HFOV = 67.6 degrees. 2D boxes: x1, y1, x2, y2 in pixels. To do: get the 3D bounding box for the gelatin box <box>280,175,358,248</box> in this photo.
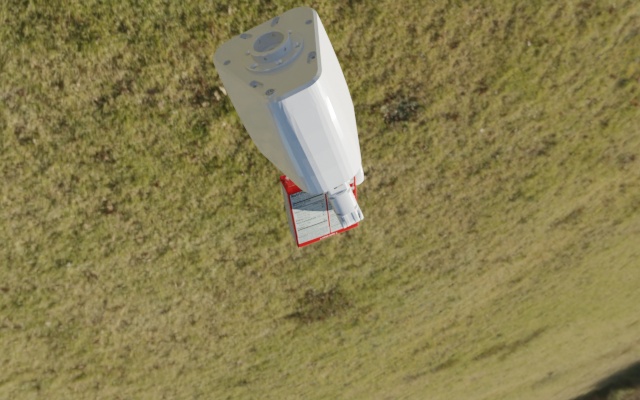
[{"bbox_3d":[0.000,0.002,0.503,0.073,0.089,0.030,-20,46,-12],"label":"gelatin box"}]
